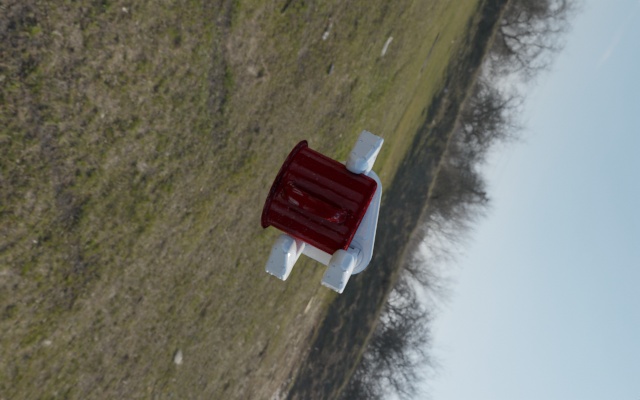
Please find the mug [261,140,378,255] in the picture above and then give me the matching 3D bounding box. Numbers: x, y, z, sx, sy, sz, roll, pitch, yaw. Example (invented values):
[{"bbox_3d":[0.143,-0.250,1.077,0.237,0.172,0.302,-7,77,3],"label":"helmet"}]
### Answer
[{"bbox_3d":[0.000,0.001,0.437,0.081,0.093,0.117,26,2,7],"label":"mug"}]
